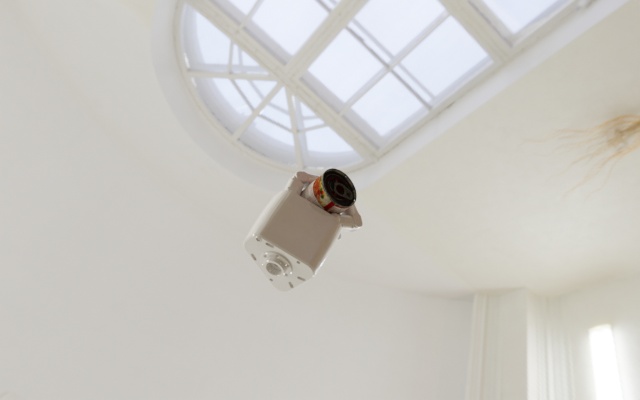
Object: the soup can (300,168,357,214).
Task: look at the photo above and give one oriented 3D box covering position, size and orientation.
[{"bbox_3d":[0.000,0.002,0.769,0.068,0.068,0.102,0,-27,-42],"label":"soup can"}]
